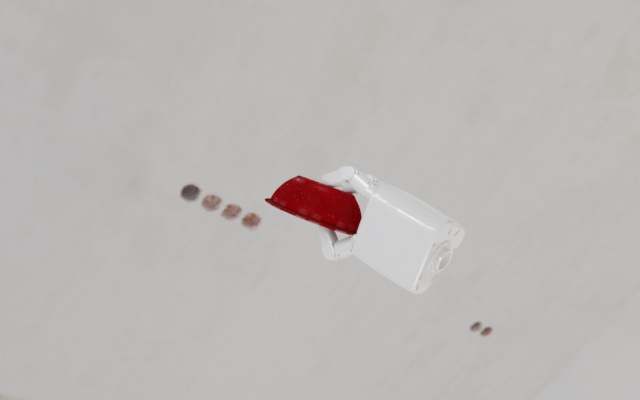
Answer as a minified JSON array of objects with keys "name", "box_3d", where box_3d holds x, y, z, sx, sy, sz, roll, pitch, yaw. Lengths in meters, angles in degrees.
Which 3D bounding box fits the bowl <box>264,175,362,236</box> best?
[{"name":"bowl","box_3d":[-0.001,0.002,0.724,0.162,0.055,0.162,20,2,-1]}]
